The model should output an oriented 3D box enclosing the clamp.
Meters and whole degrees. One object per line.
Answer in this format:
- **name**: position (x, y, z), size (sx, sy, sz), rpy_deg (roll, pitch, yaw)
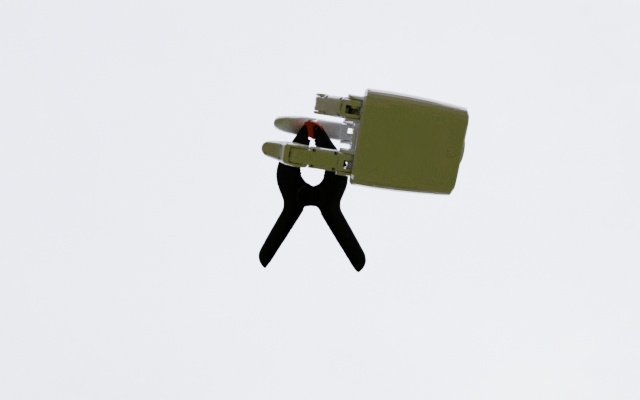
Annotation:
- **clamp**: position (0.000, 0.001, 0.527), size (0.120, 0.171, 0.039), rpy_deg (9, 11, 0)
